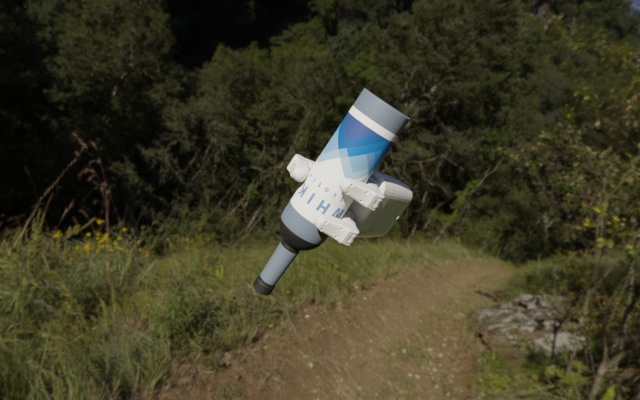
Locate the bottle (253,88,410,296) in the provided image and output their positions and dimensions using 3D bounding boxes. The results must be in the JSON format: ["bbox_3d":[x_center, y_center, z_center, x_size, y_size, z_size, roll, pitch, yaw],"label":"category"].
[{"bbox_3d":[0.000,0.002,0.608,0.069,0.296,0.069,32,15,-10],"label":"bottle"}]
